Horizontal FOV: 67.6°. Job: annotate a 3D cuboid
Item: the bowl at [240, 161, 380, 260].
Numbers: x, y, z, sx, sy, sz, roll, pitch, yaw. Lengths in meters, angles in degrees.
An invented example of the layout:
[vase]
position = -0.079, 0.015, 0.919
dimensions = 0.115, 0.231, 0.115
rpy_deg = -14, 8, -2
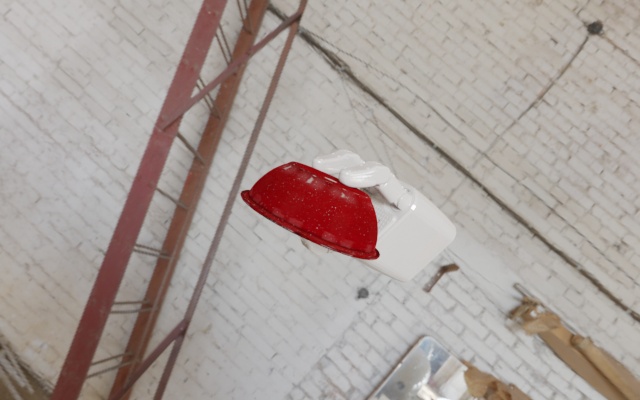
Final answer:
[bowl]
position = -0.001, 0.001, 0.504
dimensions = 0.162, 0.055, 0.162
rpy_deg = 24, 8, -3
